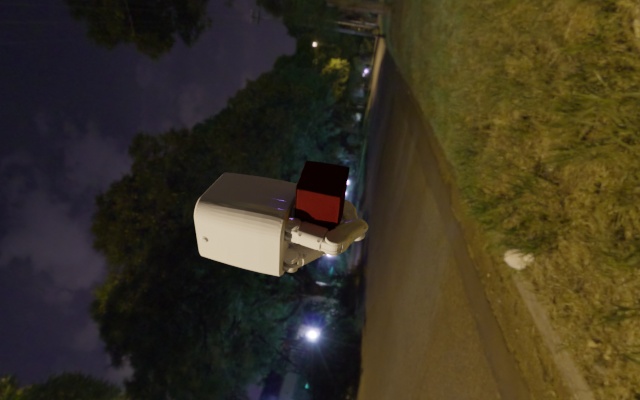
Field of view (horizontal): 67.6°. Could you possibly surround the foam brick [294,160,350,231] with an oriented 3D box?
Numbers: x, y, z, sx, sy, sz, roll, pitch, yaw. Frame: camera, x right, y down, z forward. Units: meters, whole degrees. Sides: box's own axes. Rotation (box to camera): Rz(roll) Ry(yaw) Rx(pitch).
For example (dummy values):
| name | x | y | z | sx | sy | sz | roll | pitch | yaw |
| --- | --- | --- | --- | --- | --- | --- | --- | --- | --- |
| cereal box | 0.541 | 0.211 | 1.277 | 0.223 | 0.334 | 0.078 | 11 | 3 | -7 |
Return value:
| name | x | y | z | sx | sy | sz | roll | pitch | yaw |
| --- | --- | --- | --- | --- | --- | --- | --- | --- | --- |
| foam brick | 0.000 | 0.002 | 0.549 | 0.051 | 0.078 | 0.053 | 12 | 44 | 6 |
